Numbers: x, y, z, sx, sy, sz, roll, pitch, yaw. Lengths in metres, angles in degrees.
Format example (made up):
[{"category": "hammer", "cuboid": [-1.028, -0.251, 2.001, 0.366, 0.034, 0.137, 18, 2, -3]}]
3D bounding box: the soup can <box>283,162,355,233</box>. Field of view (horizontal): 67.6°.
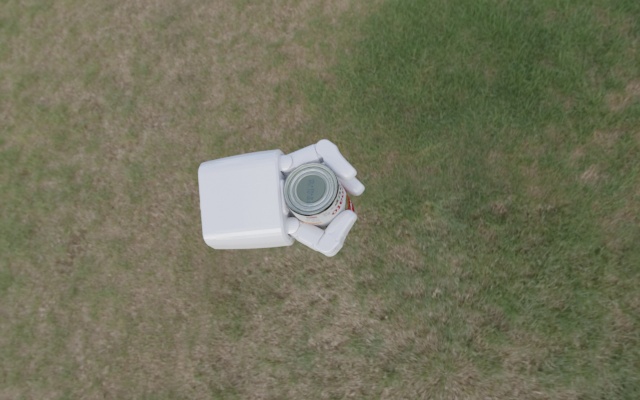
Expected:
[{"category": "soup can", "cuboid": [0.001, 0.002, 0.590, 0.068, 0.068, 0.102, 0, -19, 15]}]
